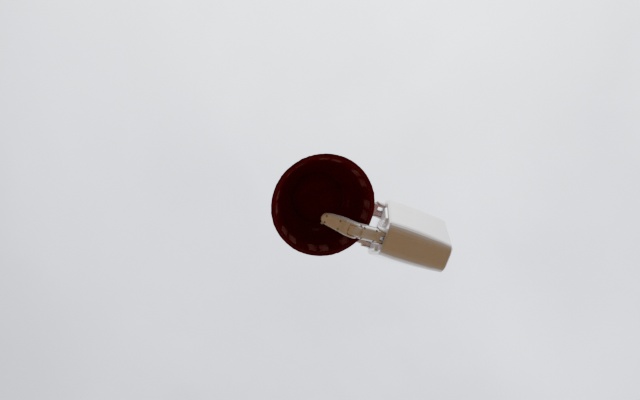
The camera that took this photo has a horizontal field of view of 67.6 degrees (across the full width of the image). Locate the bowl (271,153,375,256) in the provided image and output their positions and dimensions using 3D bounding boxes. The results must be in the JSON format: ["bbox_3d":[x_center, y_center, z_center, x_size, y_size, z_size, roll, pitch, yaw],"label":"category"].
[{"bbox_3d":[-0.001,0.002,0.745,0.162,0.162,0.055,0,15,-12],"label":"bowl"}]
